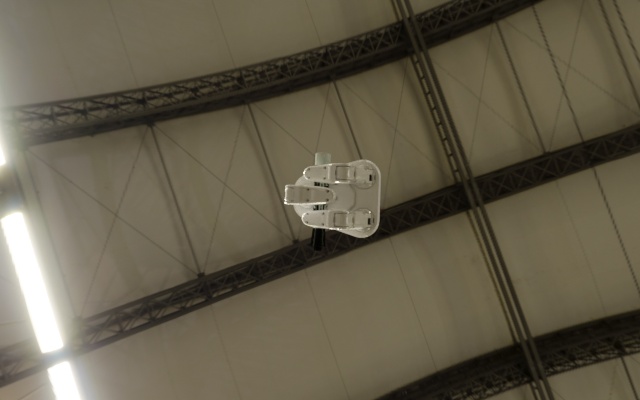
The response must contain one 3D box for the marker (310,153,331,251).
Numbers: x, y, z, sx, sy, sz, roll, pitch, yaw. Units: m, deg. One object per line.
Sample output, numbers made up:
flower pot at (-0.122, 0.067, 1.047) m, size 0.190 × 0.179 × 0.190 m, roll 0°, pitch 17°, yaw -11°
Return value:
marker at (0.000, 0.002, 0.592) m, size 0.020 × 0.121 × 0.020 m, roll 3°, pitch -1°, yaw 0°
